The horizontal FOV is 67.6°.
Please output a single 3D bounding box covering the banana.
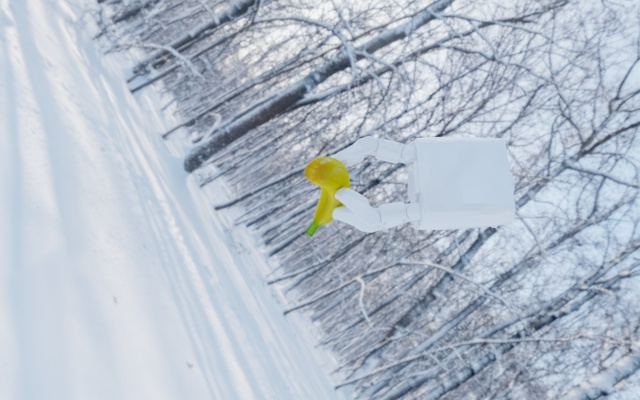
[{"bbox_3d":[0.010,-0.011,0.590,0.037,0.069,0.198,29,-21,13],"label":"banana"}]
